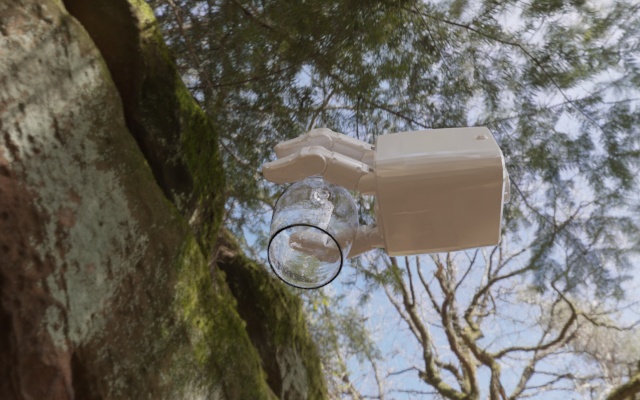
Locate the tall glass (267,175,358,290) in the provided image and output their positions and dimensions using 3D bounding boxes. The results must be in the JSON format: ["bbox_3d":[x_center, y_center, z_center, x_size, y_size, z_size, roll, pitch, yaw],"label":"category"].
[{"bbox_3d":[0.000,0.001,0.465,0.079,0.079,0.201,0,26,8],"label":"tall glass"}]
